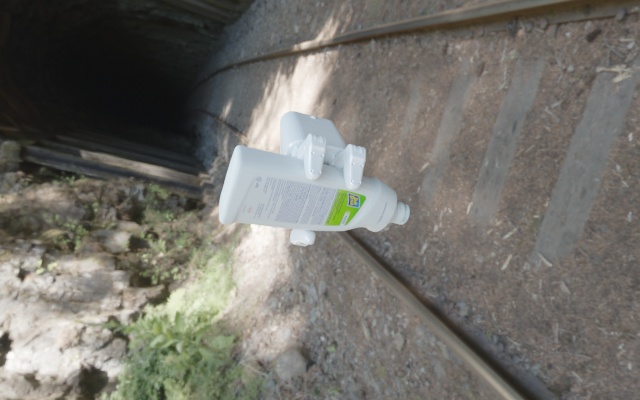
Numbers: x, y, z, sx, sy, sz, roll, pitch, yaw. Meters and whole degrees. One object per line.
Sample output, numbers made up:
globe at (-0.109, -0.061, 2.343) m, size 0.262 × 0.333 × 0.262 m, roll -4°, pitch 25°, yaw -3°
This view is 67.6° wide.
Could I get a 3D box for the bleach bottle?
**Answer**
bleach bottle at (0.000, 0.002, 0.637) m, size 0.251 × 0.103 × 0.068 m, roll 12°, pitch 31°, yaw -19°
